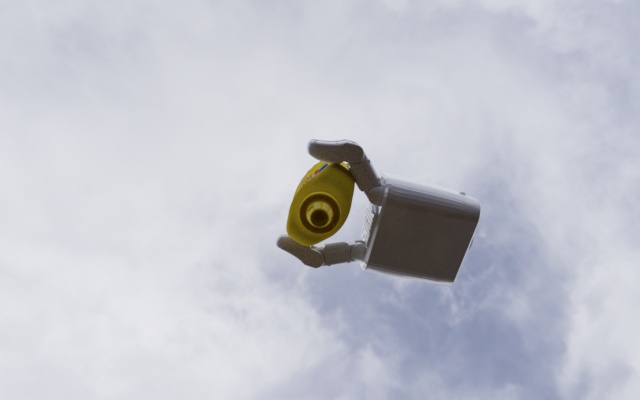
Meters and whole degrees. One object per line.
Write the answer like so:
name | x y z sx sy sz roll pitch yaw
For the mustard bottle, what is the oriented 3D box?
mustard bottle | 0.000 0.002 0.532 0.058 0.096 0.191 36 7 -5
